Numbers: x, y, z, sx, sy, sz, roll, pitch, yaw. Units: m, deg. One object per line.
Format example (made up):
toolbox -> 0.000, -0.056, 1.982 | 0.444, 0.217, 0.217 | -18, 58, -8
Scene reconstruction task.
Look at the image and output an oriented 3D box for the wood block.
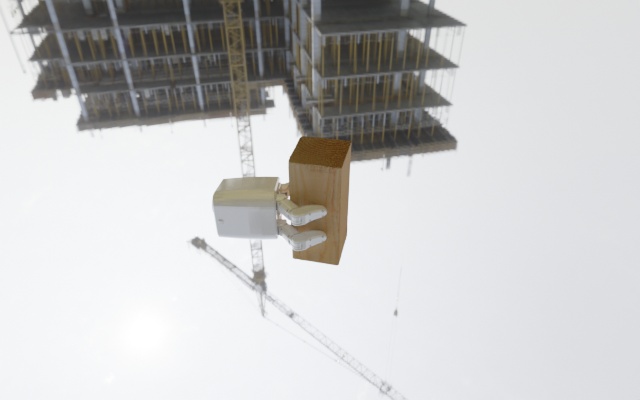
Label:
wood block -> 0.000, 0.003, 0.834 | 0.090, 0.206, 0.090 | 7, 37, 9
